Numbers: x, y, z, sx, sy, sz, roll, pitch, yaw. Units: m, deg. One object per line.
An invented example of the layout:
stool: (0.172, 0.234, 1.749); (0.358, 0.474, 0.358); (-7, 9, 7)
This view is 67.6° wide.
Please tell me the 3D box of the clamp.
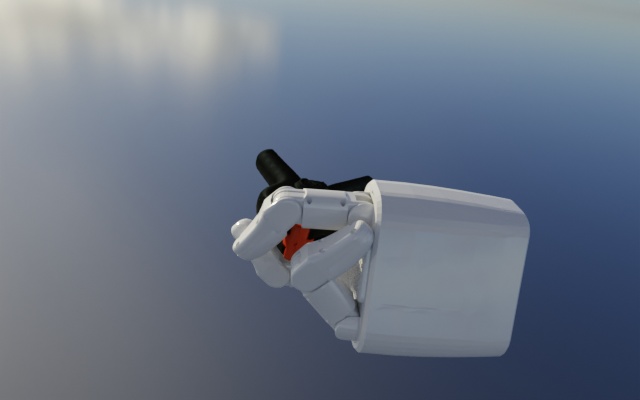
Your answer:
clamp: (0.000, 0.001, 0.408); (0.120, 0.039, 0.171); (6, 26, -7)
